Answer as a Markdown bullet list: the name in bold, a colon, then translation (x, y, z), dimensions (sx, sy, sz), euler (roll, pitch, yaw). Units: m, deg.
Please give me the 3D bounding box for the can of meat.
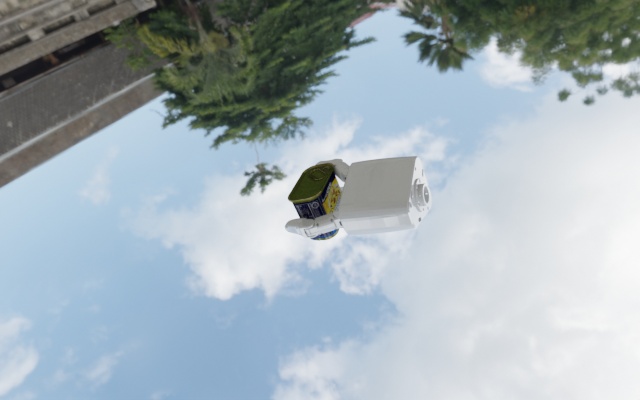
- **can of meat**: translation (0.000, 0.003, 0.767), dimensions (0.057, 0.084, 0.102), euler (-9, 32, 27)
